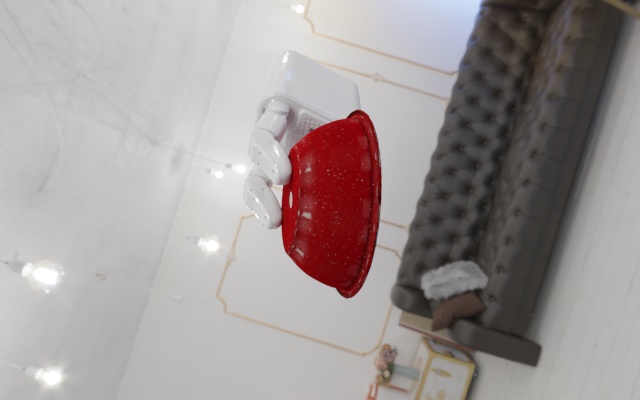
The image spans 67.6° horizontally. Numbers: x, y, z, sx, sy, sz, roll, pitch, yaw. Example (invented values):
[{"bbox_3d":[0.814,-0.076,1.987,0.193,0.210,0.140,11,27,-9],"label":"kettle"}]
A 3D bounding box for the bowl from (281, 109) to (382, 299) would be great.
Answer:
[{"bbox_3d":[0.000,0.002,0.406,0.055,0.162,0.162,3,-1,-13],"label":"bowl"}]
